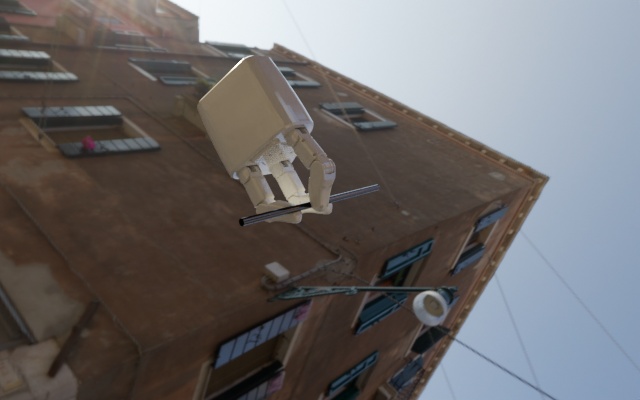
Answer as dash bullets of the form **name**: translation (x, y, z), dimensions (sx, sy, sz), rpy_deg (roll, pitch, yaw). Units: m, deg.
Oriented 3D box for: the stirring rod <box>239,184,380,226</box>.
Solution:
- **stirring rod**: translation (0.000, 0.002, 0.559), dimensions (0.011, 0.011, 0.239), rpy_deg (0, 9, 41)
